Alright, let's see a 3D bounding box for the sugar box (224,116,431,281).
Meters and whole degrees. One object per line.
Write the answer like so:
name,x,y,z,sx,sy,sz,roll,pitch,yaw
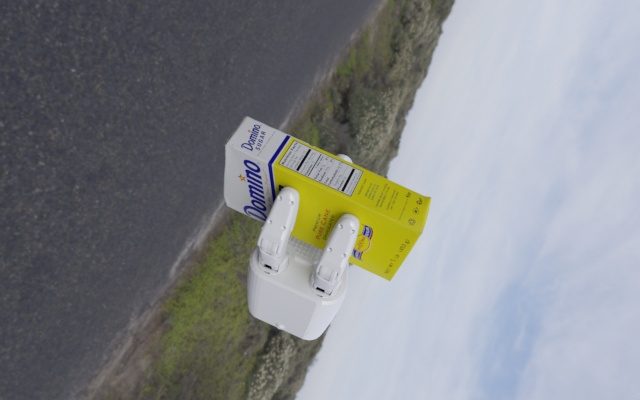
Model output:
sugar box,0.000,0.002,0.427,0.176,0.048,0.093,22,-36,5
